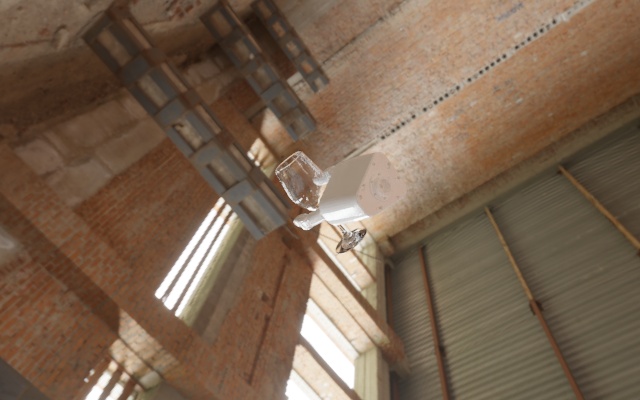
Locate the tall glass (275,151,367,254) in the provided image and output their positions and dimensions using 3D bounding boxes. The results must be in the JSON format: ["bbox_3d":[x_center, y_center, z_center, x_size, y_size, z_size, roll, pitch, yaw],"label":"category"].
[{"bbox_3d":[0.000,0.004,0.896,0.079,0.201,0.079,-35,16,12],"label":"tall glass"}]
